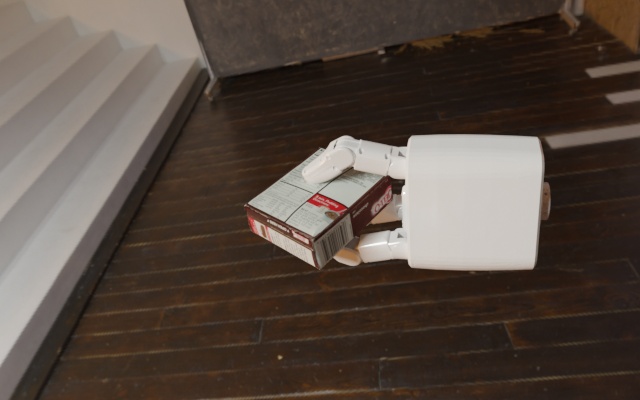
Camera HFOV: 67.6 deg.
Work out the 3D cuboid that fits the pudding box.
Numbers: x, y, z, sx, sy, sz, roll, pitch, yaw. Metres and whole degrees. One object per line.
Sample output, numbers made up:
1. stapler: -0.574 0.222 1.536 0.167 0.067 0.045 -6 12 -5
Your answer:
1. pudding box: 0.000 0.001 0.449 0.090 0.039 0.113 24 48 36
